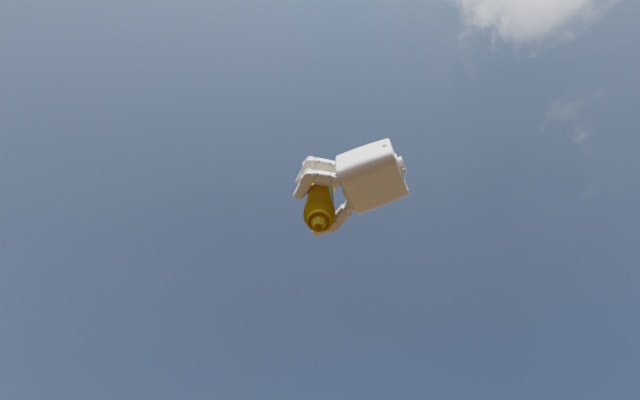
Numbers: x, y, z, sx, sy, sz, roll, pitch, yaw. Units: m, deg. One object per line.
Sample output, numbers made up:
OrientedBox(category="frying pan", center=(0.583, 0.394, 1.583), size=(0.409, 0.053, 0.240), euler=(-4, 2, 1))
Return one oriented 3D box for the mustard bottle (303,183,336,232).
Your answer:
OrientedBox(category="mustard bottle", center=(0.000, 0.003, 0.894), size=(0.058, 0.096, 0.191), euler=(2, 28, 0))
